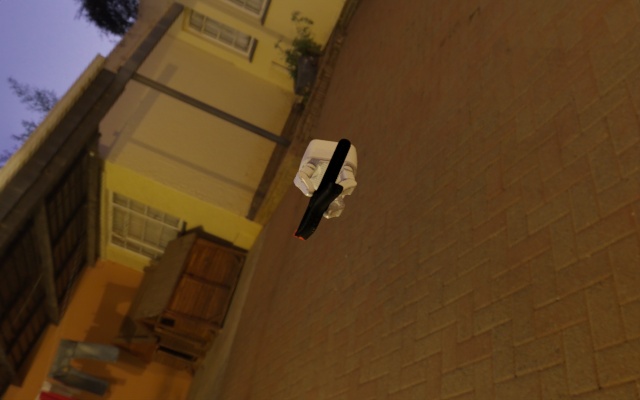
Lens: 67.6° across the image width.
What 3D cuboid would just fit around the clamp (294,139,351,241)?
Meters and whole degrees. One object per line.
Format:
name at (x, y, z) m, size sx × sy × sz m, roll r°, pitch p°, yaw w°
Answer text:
clamp at (-0.001, 0.003, 0.883) m, size 0.036 × 0.210 × 0.164 m, roll 24°, pitch 29°, yaw -7°
